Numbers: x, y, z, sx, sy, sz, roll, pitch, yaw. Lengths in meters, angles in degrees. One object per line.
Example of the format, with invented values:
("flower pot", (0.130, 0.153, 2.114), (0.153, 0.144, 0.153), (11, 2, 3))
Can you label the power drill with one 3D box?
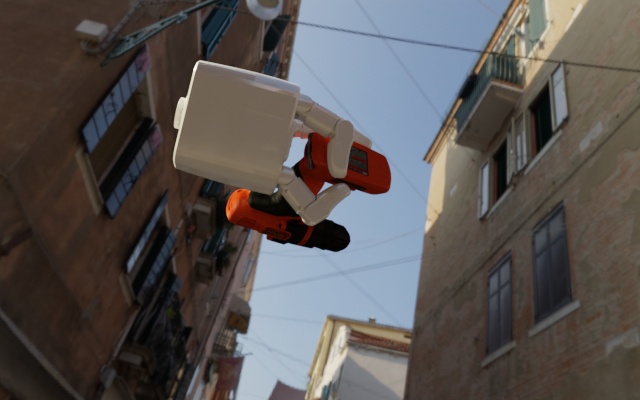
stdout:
("power drill", (0.000, 0.002, 0.593), (0.184, 0.057, 0.188), (18, -39, -29))
